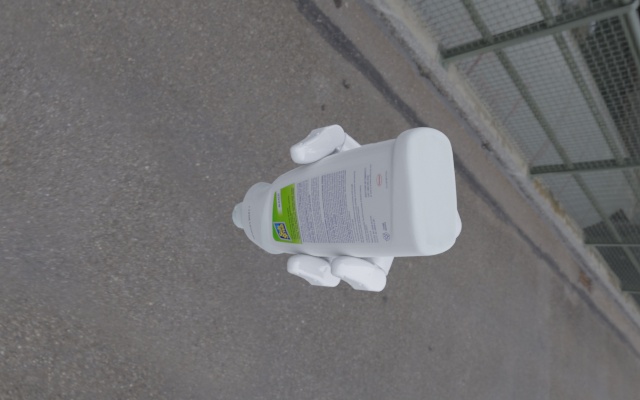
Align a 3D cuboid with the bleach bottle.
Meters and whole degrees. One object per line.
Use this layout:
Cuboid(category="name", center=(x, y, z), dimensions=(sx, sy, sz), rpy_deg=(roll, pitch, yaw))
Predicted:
Cuboid(category="bleach bottle", center=(0.000, 0.002, 0.453), dimensions=(0.251, 0.102, 0.068), rpy_deg=(-5, -1, 44))
